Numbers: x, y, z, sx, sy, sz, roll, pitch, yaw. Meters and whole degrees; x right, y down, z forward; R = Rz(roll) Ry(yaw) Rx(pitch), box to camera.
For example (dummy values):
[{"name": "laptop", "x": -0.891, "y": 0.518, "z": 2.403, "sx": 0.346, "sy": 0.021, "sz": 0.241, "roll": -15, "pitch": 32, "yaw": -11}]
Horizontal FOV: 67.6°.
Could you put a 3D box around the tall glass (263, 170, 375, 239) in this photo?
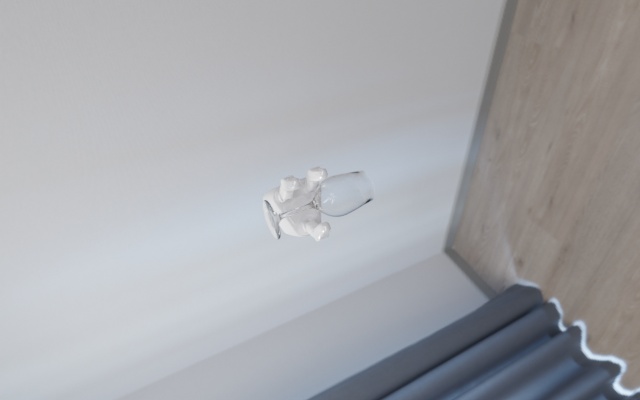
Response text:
[{"name": "tall glass", "x": 0.000, "y": 0.003, "z": 0.880, "sx": 0.201, "sy": 0.079, "sz": 0.079, "roll": -20, "pitch": 7, "yaw": -20}]
